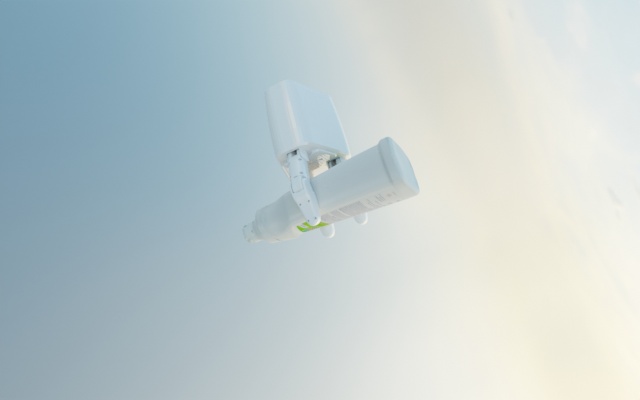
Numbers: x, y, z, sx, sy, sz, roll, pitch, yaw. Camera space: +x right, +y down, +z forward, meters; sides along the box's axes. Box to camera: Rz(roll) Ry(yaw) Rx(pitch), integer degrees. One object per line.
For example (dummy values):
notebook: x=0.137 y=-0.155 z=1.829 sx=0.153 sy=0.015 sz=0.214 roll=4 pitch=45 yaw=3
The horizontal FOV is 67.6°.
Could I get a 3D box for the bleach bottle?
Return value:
bleach bottle: x=0.000 y=0.002 z=0.645 sx=0.251 sy=0.068 sz=0.102 roll=-22 pitch=-22 yaw=20
